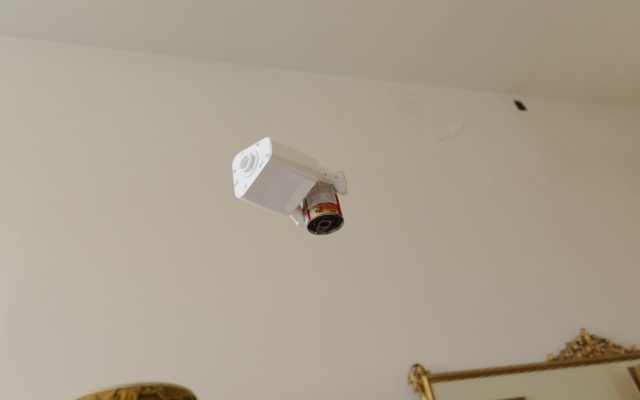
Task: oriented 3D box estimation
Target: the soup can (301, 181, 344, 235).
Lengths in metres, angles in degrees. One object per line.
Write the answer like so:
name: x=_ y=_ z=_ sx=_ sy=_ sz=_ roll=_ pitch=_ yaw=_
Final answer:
soup can: x=0.001 y=0.003 z=0.873 sx=0.068 sy=0.102 sz=0.069 roll=-8 pitch=-35 yaw=-6
